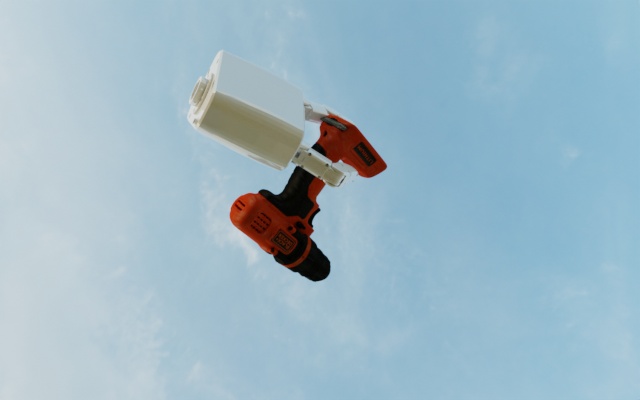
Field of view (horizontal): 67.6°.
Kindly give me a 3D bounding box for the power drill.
[{"bbox_3d":[0.000,0.001,0.606,0.057,0.187,0.184,32,-9,46],"label":"power drill"}]
